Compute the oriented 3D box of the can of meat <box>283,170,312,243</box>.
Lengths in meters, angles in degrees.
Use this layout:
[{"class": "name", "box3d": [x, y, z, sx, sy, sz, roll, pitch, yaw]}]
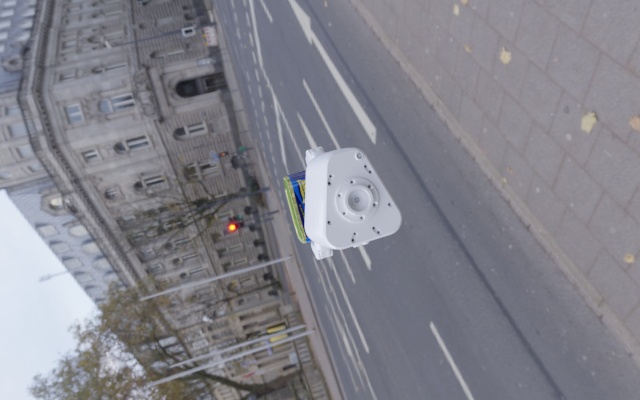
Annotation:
[{"class": "can of meat", "box3d": [0.000, 0.002, 0.673, 0.084, 0.102, 0.057, -16, 8, -11]}]
